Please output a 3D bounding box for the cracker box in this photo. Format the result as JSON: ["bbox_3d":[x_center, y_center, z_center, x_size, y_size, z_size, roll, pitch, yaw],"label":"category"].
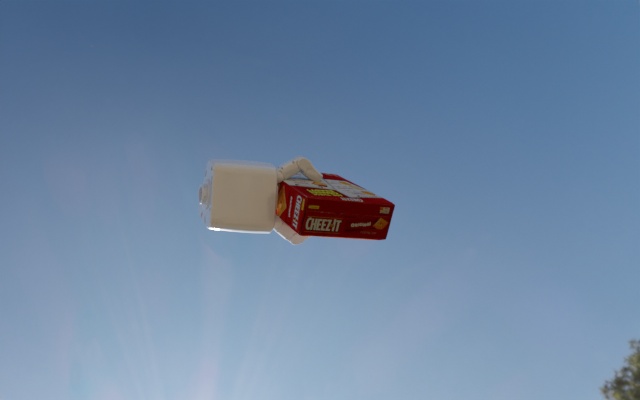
[{"bbox_3d":[0.000,0.003,0.838,0.164,0.072,0.213,4,14,-27],"label":"cracker box"}]
